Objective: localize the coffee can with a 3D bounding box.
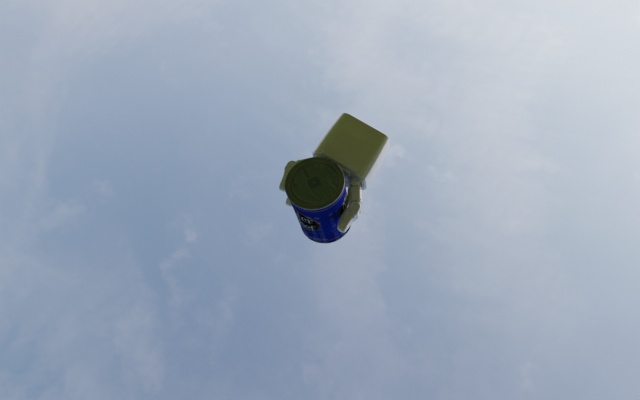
[{"bbox_3d":[0.000,0.003,0.863,0.103,0.102,0.140,0,-29,10],"label":"coffee can"}]
